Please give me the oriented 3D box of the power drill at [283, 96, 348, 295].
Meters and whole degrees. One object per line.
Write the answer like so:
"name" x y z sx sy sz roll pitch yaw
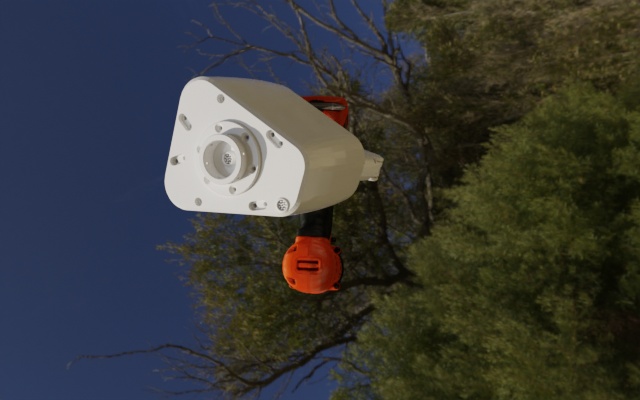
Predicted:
"power drill" 0.000 0.001 0.490 0.057 0.187 0.184 0 -9 3
